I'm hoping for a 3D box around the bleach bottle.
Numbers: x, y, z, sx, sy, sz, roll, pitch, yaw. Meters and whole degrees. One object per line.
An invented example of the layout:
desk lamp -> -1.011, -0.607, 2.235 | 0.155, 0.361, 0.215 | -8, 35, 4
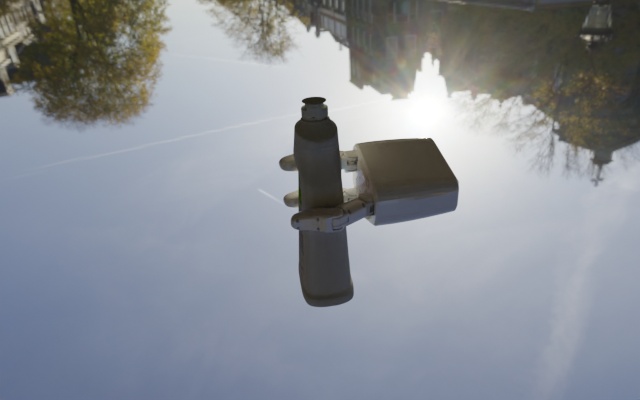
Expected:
bleach bottle -> 0.000, 0.002, 0.586 | 0.068, 0.251, 0.102 | -7, 29, -8
